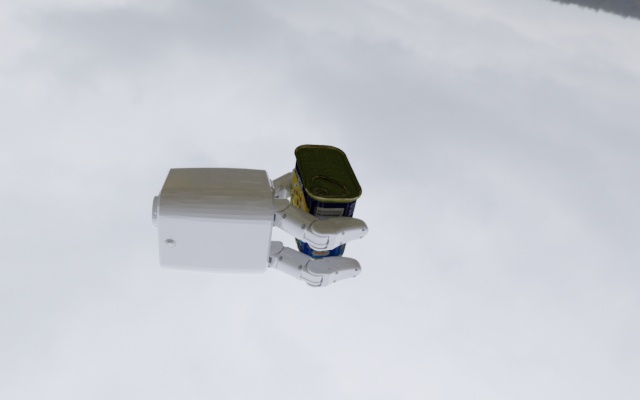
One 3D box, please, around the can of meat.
[{"bbox_3d":[0.000,0.002,0.509,0.057,0.084,0.102,0,36,-15],"label":"can of meat"}]
